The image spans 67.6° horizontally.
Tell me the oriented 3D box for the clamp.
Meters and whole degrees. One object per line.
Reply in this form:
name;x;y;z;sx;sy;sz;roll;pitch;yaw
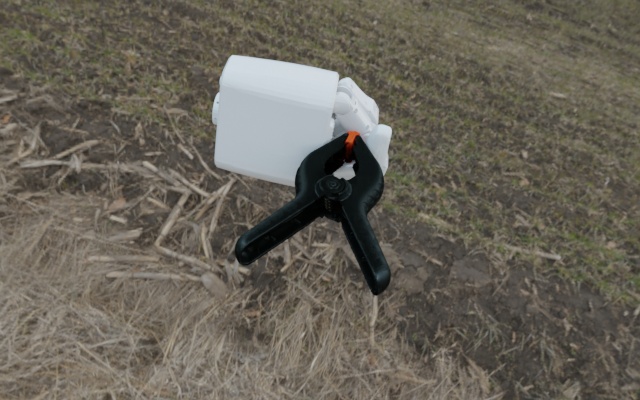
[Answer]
clamp;0.000;0.001;0.407;0.120;0.039;0.171;9;44;0
